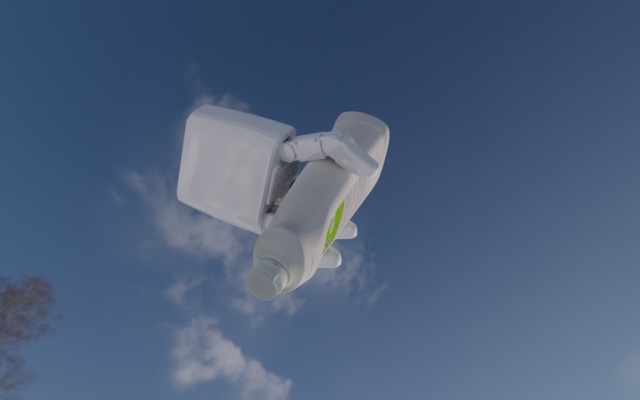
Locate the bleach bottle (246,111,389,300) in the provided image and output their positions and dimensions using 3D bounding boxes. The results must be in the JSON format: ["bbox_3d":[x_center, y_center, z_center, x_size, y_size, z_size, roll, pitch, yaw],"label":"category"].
[{"bbox_3d":[0.000,0.002,0.480,0.068,0.103,0.250,19,36,14],"label":"bleach bottle"}]
